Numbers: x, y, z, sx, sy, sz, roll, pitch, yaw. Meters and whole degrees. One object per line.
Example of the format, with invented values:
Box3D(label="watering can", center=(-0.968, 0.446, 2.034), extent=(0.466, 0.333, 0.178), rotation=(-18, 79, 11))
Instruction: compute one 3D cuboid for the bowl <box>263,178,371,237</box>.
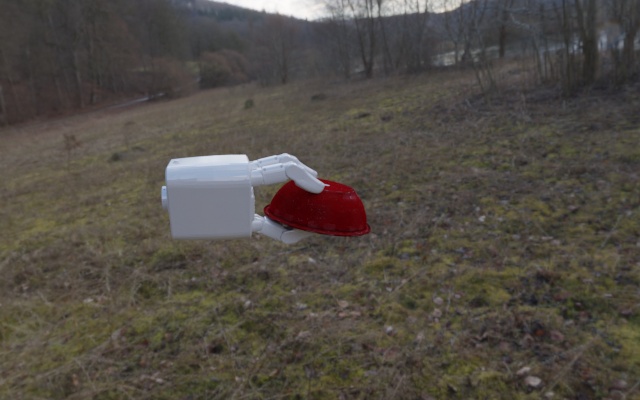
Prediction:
Box3D(label="bowl", center=(0.001, 0.002, 0.702), extent=(0.162, 0.055, 0.162), rotation=(11, 11, -2))
